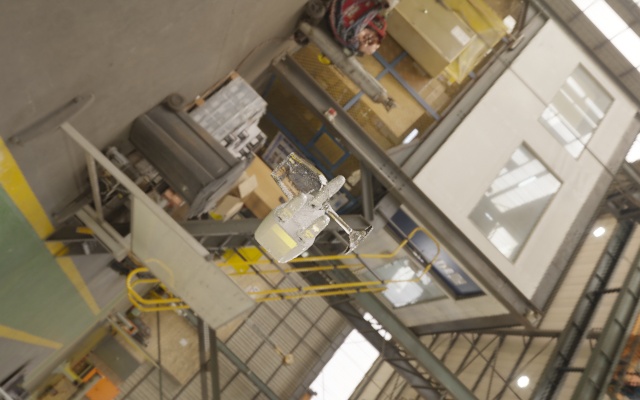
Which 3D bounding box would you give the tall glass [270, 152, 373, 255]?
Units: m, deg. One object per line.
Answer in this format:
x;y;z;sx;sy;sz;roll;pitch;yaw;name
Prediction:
0.001;0.003;0.876;0.079;0.201;0.079;-45;2;2;tall glass
